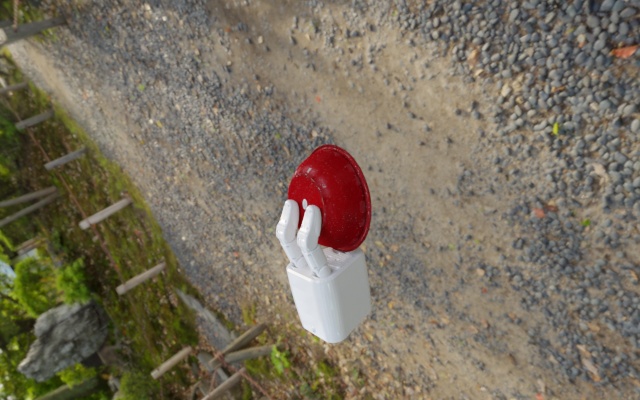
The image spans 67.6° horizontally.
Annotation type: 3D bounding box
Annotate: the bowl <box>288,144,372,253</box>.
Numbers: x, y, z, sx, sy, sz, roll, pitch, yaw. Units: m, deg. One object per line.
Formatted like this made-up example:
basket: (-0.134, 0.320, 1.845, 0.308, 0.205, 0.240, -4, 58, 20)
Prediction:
bowl: (-0.001, 0.001, 0.688, 0.055, 0.162, 0.162, -13, 7, -35)
